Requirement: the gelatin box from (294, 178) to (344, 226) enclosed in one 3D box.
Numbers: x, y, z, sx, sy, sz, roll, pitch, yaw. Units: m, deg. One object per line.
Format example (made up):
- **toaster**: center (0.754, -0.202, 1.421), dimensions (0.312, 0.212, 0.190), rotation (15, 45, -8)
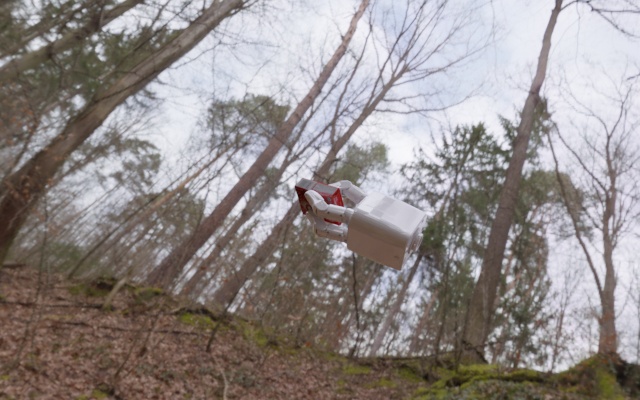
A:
- **gelatin box**: center (0.000, 0.003, 0.885), dimensions (0.089, 0.073, 0.030), rotation (18, 50, 32)
